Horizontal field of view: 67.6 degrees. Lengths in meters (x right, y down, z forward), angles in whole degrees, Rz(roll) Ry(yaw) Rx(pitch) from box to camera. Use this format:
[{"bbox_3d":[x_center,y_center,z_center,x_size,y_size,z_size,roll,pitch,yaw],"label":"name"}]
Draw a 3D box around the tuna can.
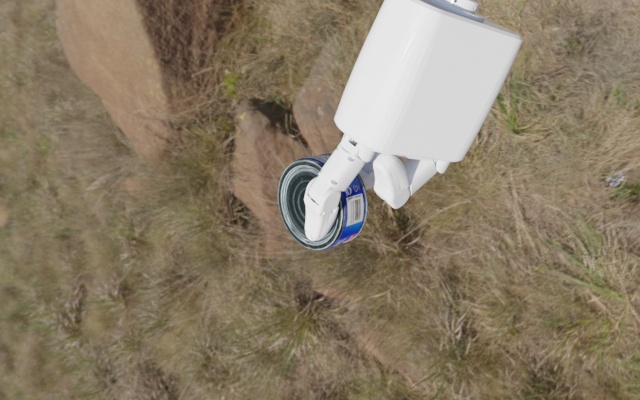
[{"bbox_3d":[0.000,0.002,0.437,0.086,0.086,0.033,0,11,45],"label":"tuna can"}]
